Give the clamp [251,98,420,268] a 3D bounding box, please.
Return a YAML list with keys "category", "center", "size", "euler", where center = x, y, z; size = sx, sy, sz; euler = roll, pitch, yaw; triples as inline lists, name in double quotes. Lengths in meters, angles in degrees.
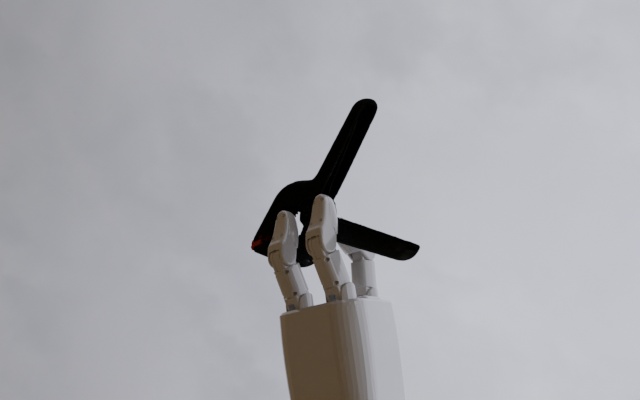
- category: "clamp"
  center: [0.000, 0.002, 0.497]
  size: [0.036, 0.164, 0.210]
  euler: [12, -27, -43]
